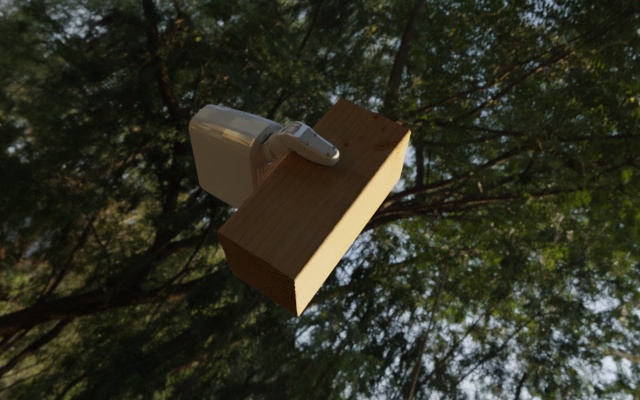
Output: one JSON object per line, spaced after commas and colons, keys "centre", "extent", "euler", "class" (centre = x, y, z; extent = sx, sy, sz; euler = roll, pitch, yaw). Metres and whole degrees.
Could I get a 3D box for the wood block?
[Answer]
{"centre": [0.000, 0.001, 0.498], "extent": [0.090, 0.206, 0.091], "euler": [29, -28, 18], "class": "wood block"}
